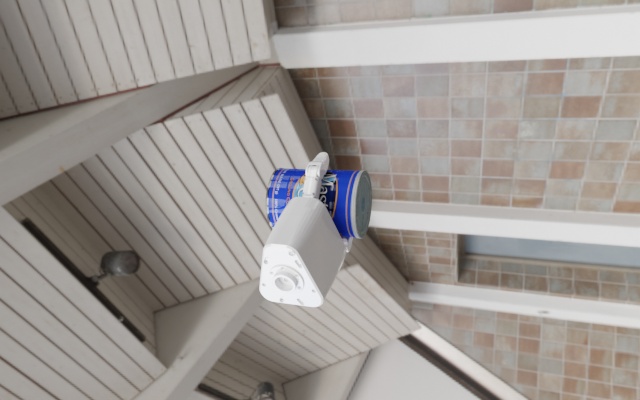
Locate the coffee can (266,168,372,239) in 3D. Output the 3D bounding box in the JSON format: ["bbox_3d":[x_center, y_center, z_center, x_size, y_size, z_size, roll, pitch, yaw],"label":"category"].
[{"bbox_3d":[0.000,0.002,0.740,0.140,0.103,0.103,3,1,19],"label":"coffee can"}]
